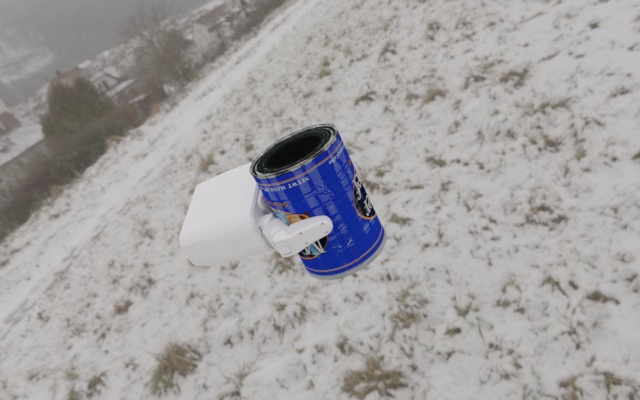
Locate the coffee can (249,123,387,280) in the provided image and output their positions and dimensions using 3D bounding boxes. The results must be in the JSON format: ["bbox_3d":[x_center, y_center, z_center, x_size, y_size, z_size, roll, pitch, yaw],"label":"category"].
[{"bbox_3d":[0.000,0.002,0.525,0.103,0.140,0.102,-22,26,11],"label":"coffee can"}]
